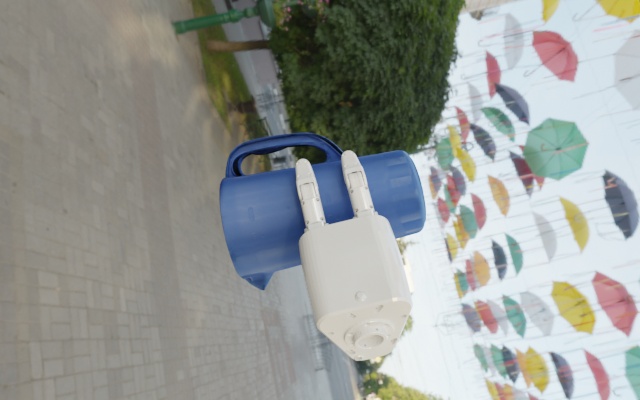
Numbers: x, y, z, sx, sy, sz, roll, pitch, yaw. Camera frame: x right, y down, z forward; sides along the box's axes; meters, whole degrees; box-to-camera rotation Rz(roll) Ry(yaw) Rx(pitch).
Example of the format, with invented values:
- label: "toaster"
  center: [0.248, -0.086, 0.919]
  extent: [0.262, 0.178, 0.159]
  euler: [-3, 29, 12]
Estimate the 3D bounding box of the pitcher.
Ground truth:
- label: "pitcher"
  center: [0.000, 0.002, 0.606]
  extent: [0.243, 0.149, 0.145]
  euler: [-13, 43, 0]
